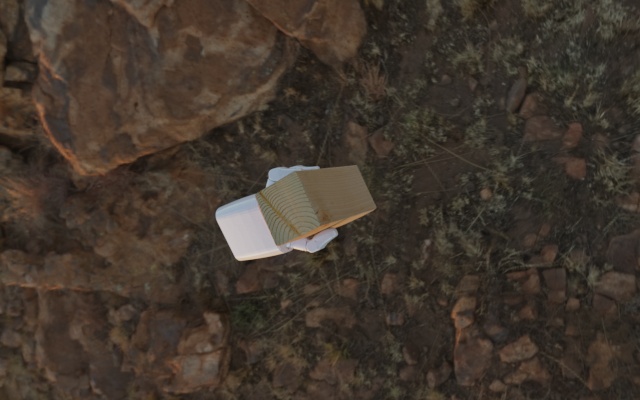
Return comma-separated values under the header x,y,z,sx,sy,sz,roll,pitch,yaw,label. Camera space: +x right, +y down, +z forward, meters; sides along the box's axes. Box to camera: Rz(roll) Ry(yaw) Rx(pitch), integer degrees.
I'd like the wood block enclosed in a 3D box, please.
x,y,z,sx,sy,sz,roll,pitch,yaw,label
0.000,0.003,0.796,0.090,0.091,0.206,-28,-8,30,wood block
